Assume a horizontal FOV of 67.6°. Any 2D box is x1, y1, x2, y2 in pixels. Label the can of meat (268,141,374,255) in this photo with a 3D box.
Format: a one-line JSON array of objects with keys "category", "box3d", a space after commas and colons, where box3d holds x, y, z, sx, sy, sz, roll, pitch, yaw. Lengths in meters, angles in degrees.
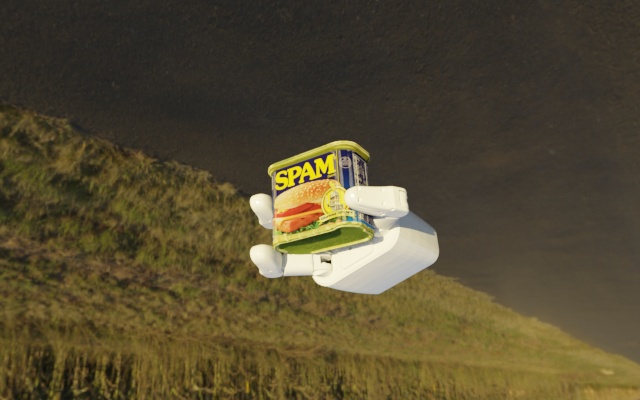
[{"category": "can of meat", "box3d": [0.000, 0.002, 0.461, 0.102, 0.084, 0.057, -16, -26, 28]}]
